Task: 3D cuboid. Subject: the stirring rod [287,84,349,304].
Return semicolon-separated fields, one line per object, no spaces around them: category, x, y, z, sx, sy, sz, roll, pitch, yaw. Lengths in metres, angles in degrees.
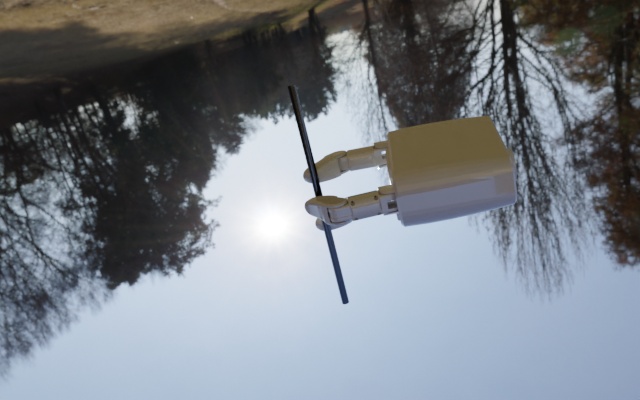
stirring rod;0.000;0.002;0.492;0.011;0.239;0.011;-13;18;4
